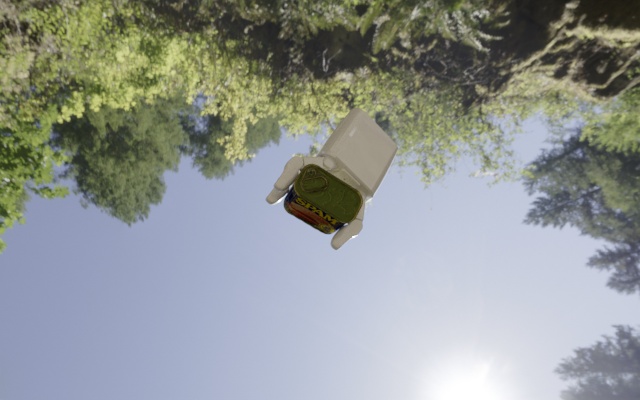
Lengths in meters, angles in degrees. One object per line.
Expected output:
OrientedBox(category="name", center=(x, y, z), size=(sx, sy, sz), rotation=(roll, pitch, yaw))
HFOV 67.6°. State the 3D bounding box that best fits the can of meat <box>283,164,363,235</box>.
OrientedBox(category="can of meat", center=(0.000, 0.003, 0.714), size=(0.102, 0.057, 0.084), rotation=(31, -25, -6))
